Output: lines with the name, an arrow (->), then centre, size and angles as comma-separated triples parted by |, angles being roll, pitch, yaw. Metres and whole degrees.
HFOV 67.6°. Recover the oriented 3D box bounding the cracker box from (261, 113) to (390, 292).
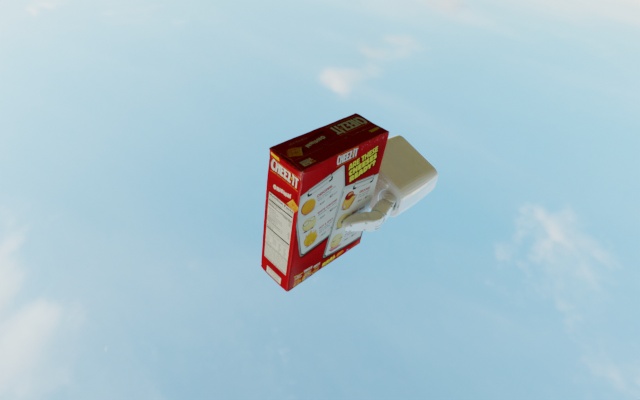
cracker box -> 0.000, 0.002, 0.671 | 0.072, 0.214, 0.164 | 36, 46, 30
